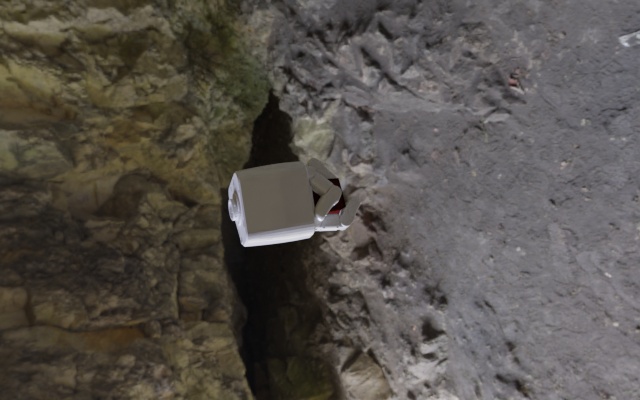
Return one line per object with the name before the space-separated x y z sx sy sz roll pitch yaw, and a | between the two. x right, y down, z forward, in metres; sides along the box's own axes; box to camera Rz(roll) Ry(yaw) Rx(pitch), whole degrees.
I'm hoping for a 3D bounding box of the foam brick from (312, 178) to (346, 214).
foam brick | 0.000 0.003 0.778 0.051 0.053 0.078 -7 -19 -21
